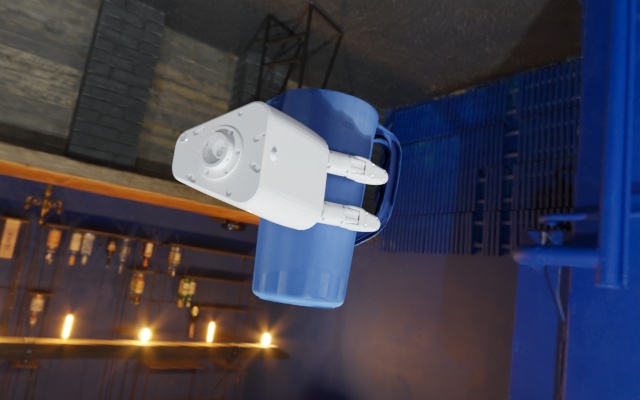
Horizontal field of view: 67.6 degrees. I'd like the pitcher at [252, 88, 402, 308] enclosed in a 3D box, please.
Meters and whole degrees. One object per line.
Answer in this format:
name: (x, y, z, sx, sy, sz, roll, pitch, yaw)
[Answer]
pitcher: (0.000, 0.002, 0.574, 0.149, 0.242, 0.145, 3, -11, 28)
